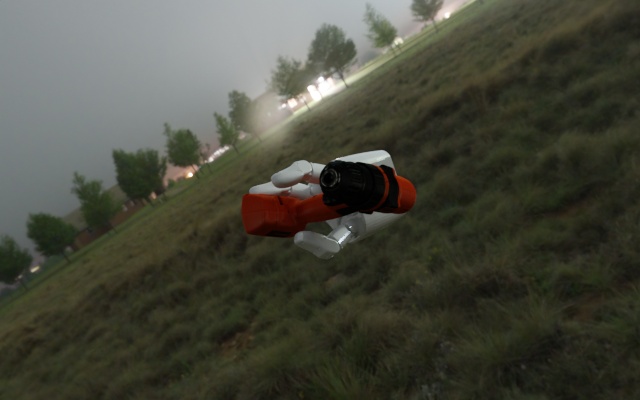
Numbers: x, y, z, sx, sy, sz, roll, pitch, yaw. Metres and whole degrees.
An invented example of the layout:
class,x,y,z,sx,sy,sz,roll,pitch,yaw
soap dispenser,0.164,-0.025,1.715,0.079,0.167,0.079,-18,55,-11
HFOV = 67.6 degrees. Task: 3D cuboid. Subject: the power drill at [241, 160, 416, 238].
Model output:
class,x,y,z,sx,sy,sz,roll,pitch,yaw
power drill,0.000,0.002,0.564,0.187,0.057,0.184,-12,-14,31
